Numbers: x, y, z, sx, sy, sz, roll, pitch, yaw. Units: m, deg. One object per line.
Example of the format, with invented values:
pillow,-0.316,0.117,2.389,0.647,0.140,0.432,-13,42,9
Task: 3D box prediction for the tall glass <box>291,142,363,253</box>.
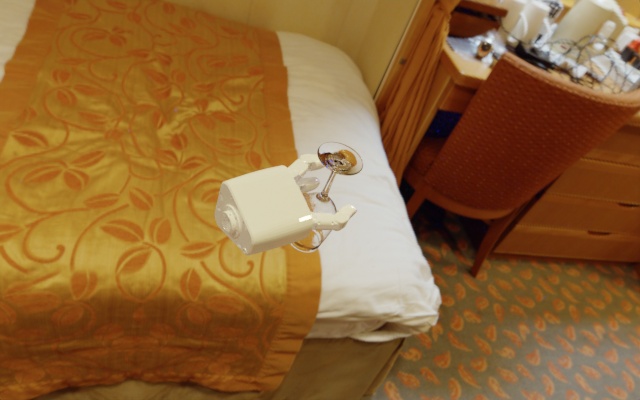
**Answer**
tall glass,0.000,0.002,0.794,0.079,0.079,0.201,0,-43,-24
